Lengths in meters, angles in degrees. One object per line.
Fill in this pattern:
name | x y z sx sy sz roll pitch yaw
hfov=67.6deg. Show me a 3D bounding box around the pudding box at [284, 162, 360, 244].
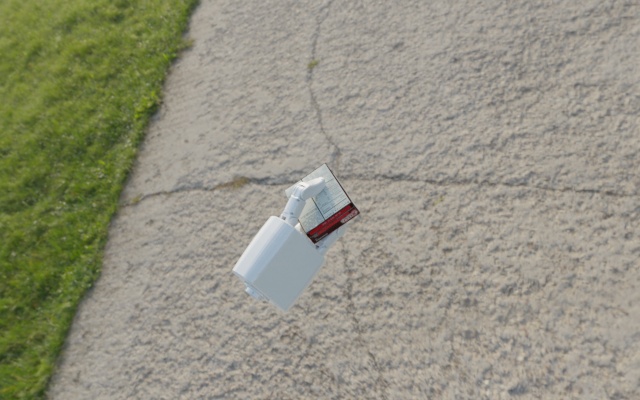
pudding box | 0.000 0.002 0.776 0.090 0.113 0.039 -34 -42 3
